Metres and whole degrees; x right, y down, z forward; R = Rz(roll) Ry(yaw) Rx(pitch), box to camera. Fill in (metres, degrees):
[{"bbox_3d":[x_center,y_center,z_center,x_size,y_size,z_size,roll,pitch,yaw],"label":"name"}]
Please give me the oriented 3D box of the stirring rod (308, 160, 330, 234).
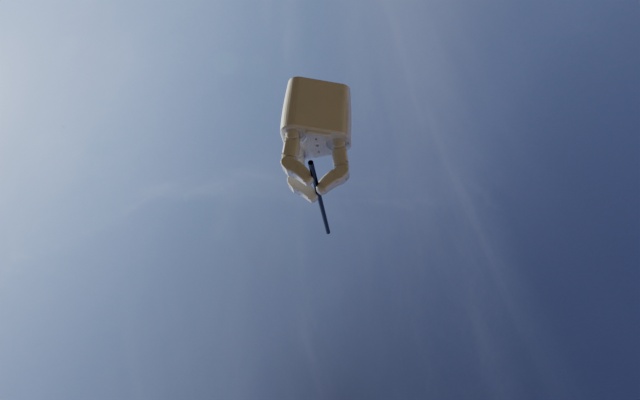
[{"bbox_3d":[0.000,0.002,0.778,0.011,0.011,0.240,0,-28,8],"label":"stirring rod"}]
